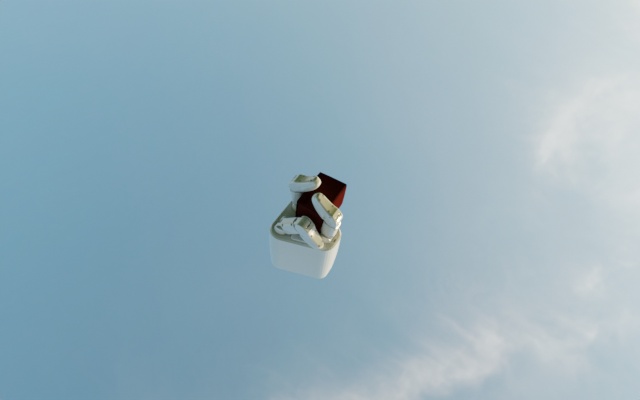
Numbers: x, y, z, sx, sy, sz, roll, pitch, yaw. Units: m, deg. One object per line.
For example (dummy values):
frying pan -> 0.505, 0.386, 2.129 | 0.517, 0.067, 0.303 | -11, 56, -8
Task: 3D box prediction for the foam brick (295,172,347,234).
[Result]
foam brick -> 0.000, 0.002, 0.787 | 0.053, 0.078, 0.051 | 28, -35, 14
